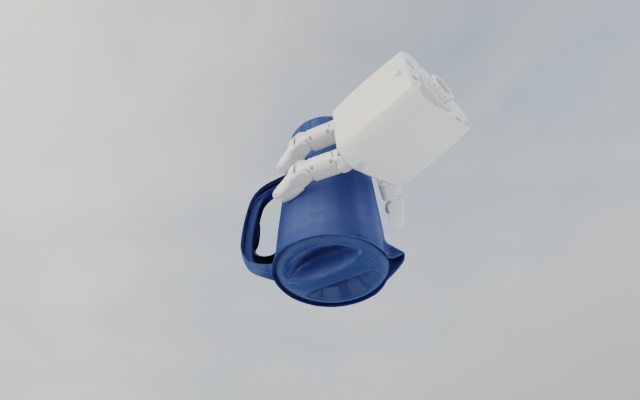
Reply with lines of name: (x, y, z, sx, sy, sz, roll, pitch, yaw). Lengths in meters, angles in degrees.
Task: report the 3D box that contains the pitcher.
pitcher: (0.000, 0.002, 0.610, 0.149, 0.242, 0.145, 31, -54, -28)
